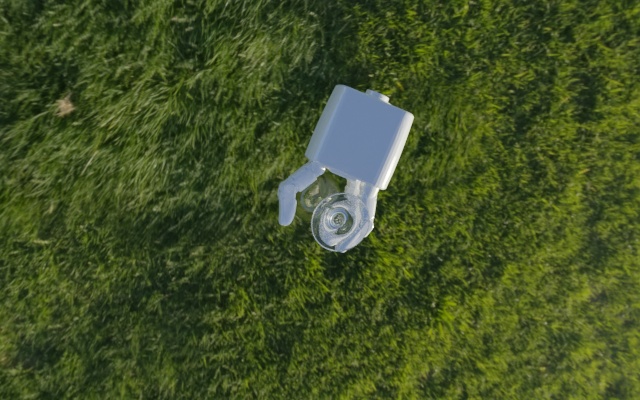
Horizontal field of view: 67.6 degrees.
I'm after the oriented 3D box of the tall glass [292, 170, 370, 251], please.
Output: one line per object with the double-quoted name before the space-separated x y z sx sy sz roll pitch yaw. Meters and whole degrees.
"tall glass" 0.000 0.002 0.669 0.079 0.079 0.201 0 14 -15
